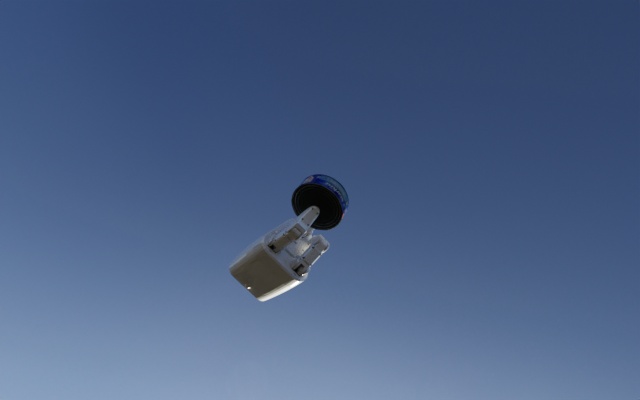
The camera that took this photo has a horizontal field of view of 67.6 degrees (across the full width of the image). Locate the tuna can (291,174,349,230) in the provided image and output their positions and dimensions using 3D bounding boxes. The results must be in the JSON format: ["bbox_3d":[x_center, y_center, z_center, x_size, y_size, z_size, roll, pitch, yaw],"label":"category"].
[{"bbox_3d":[0.000,0.002,0.747,0.086,0.086,0.033,0,32,26],"label":"tuna can"}]
